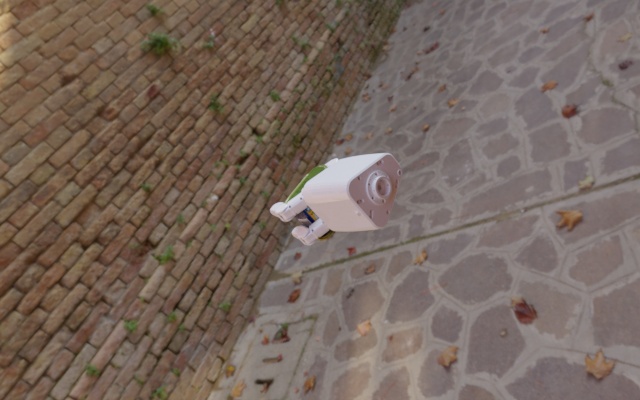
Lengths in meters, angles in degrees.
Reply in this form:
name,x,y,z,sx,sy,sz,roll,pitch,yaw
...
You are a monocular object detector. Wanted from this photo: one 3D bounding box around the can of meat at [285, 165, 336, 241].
name,x,y,z,sx,sy,sz,roll,pitch,yaw
can of meat,0.000,0.002,0.806,0.084,0.102,0.057,48,-24,-24
